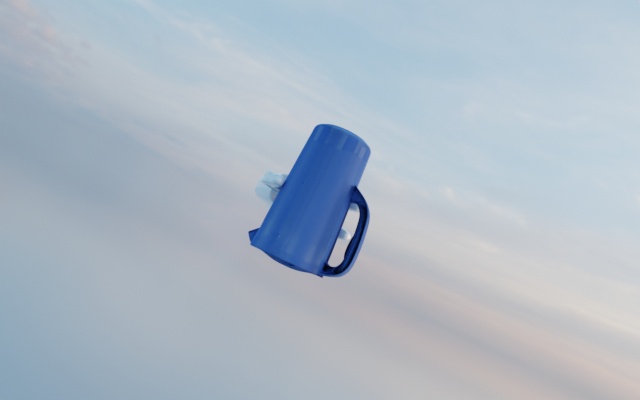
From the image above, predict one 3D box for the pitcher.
[{"bbox_3d":[0.000,0.003,0.802,0.149,0.243,0.145,28,-8,-23],"label":"pitcher"}]
